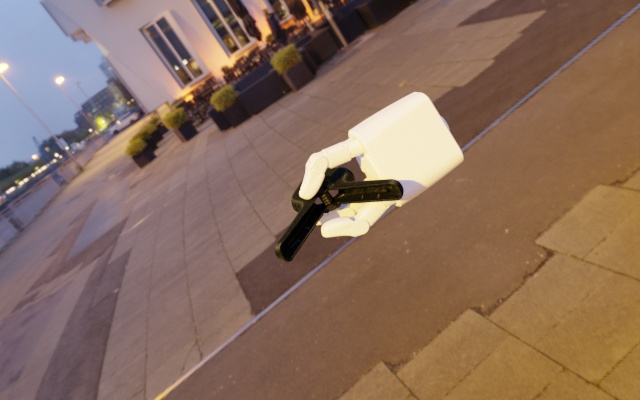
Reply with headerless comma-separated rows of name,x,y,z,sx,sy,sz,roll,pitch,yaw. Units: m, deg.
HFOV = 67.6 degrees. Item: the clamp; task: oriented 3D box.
clamp,0.000,0.001,0.627,0.164,0.036,0.210,-31,20,-5
